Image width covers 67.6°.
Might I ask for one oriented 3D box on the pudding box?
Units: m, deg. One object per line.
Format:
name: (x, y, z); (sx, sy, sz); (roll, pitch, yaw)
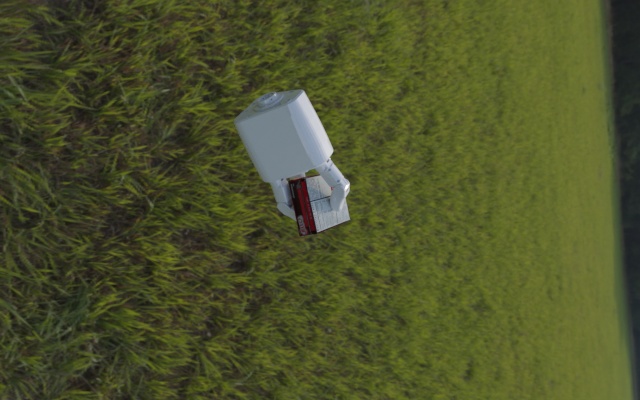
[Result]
pudding box: (0.000, 0.002, 0.770); (0.039, 0.090, 0.113); (-8, 4, 35)
